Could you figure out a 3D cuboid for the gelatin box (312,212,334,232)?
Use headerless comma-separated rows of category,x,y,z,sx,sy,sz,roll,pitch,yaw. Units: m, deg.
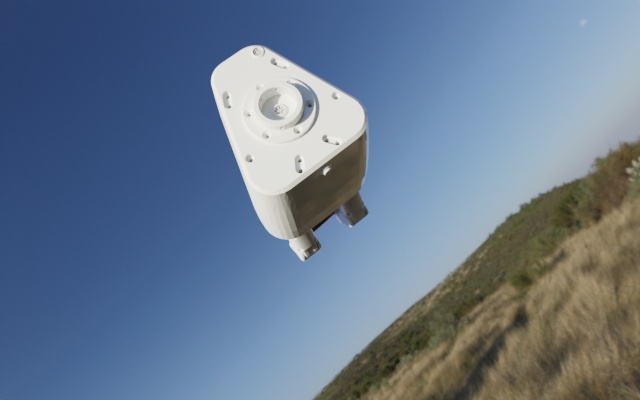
gelatin box,0.000,0.001,0.487,0.073,0.030,0.089,-41,-11,3
